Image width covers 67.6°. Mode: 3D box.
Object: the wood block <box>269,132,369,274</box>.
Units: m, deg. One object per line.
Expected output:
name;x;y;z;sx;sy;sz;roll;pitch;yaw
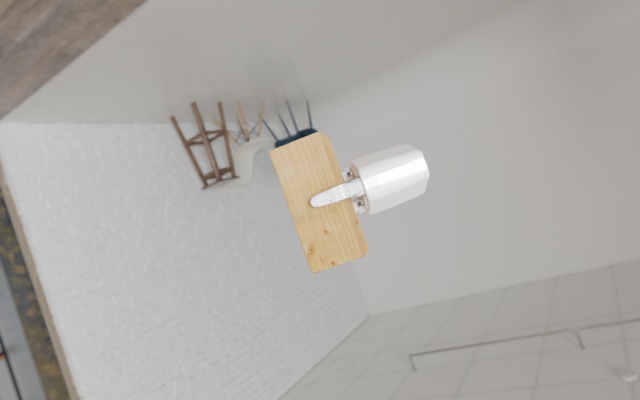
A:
wood block;0.000;0.003;0.784;0.090;0.206;0.091;-20;-2;11
